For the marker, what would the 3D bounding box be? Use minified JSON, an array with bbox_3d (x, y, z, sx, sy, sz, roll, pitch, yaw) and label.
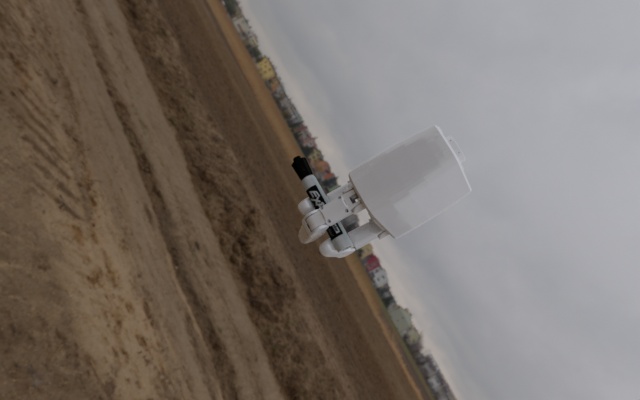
[{"bbox_3d":[0.000,0.002,0.538,0.020,0.121,0.020,-26,-14,-7],"label":"marker"}]
